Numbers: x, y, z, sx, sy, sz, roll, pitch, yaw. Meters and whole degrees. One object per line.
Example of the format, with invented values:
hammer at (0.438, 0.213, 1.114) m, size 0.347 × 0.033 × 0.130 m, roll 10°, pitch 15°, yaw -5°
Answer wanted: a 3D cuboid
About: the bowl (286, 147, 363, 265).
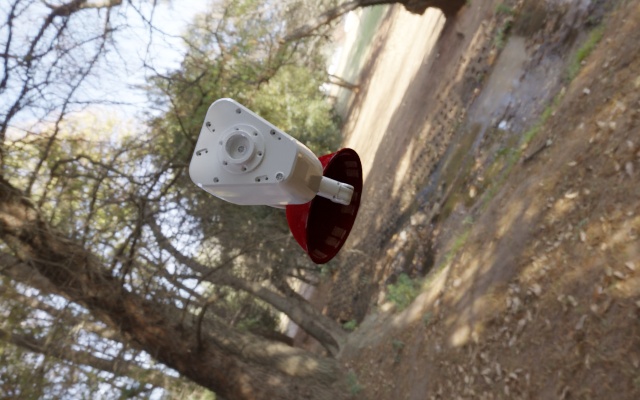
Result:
bowl at (0.000, 0.003, 0.652) m, size 0.055 × 0.162 × 0.162 m, roll 16°, pitch 7°, yaw 26°
